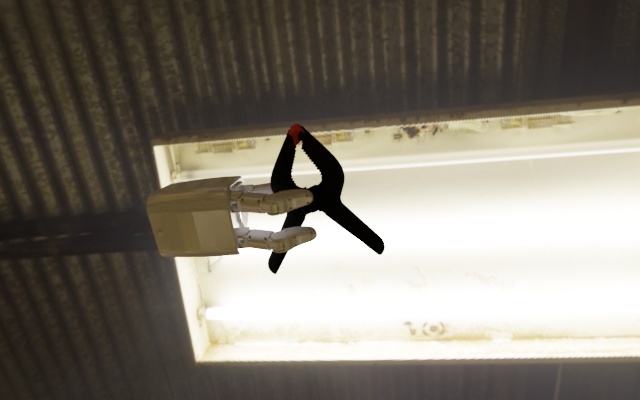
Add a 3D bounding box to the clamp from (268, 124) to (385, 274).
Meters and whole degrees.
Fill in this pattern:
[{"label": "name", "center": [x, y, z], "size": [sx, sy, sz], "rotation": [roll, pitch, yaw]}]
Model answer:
[{"label": "clamp", "center": [0.000, 0.001, 0.625], "size": [0.164, 0.210, 0.036], "rotation": [-5, 27, 1]}]
